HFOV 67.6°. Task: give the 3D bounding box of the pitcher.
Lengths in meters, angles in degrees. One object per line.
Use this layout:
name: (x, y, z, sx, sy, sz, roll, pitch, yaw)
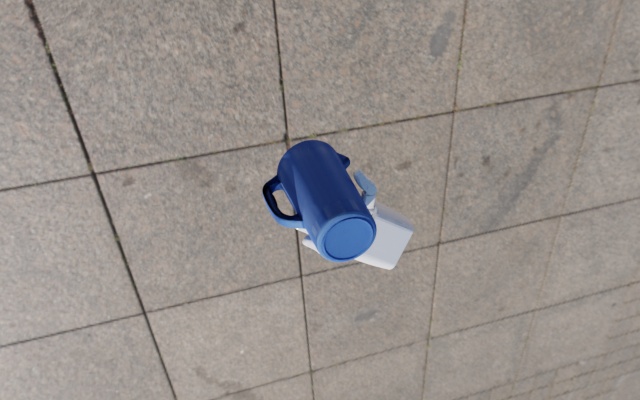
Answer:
pitcher: (0.000, 0.003, 0.879, 0.145, 0.149, 0.242, 24, 22, -32)
